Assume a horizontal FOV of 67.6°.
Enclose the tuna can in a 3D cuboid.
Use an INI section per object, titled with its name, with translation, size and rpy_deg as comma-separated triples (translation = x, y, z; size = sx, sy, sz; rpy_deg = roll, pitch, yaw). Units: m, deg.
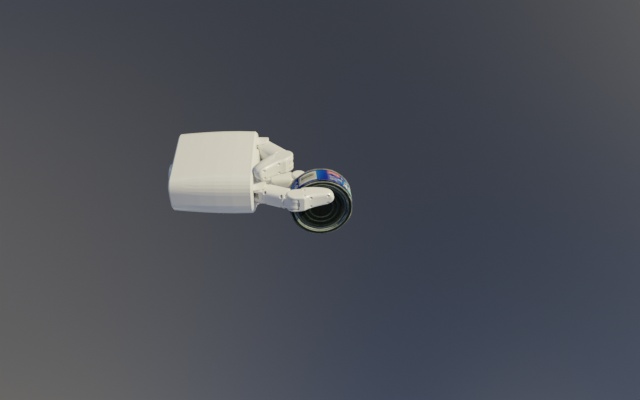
[tuna can]
translation = 0.000, 0.002, 0.641
size = 0.086, 0.086, 0.033
rpy_deg = 0, 32, -5
